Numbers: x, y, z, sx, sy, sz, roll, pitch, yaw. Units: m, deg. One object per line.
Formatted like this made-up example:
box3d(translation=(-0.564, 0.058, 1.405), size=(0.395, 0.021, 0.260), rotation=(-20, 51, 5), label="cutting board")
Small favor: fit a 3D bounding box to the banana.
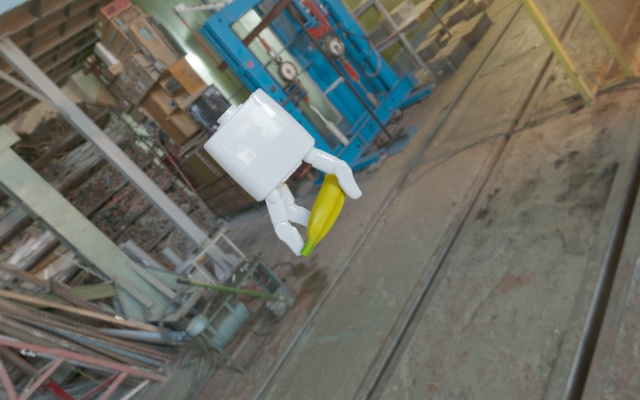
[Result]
box3d(translation=(0.011, -0.005, 0.709), size=(0.070, 0.037, 0.197), rotation=(-40, 17, 37), label="banana")
